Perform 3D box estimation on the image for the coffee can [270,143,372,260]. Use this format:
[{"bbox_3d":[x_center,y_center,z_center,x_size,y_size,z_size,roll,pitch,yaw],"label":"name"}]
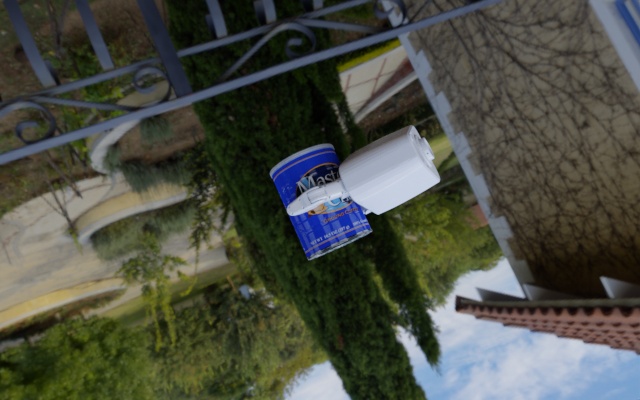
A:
[{"bbox_3d":[0.000,0.002,0.698,0.103,0.140,0.103,-24,-8,-4],"label":"coffee can"}]
